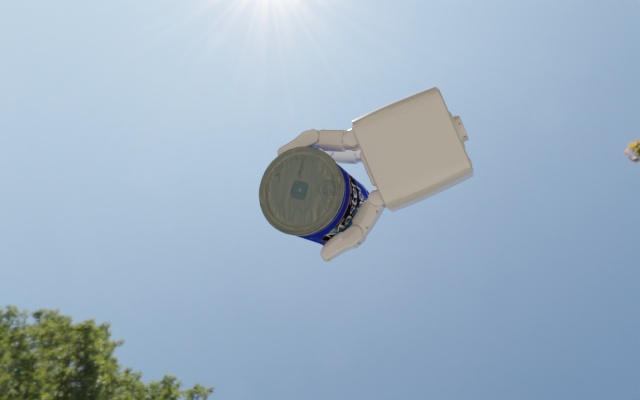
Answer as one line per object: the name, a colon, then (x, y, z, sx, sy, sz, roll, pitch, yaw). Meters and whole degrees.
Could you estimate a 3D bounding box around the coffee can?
coffee can: (0.000, 0.002, 0.598, 0.103, 0.102, 0.140, 0, -11, 21)
